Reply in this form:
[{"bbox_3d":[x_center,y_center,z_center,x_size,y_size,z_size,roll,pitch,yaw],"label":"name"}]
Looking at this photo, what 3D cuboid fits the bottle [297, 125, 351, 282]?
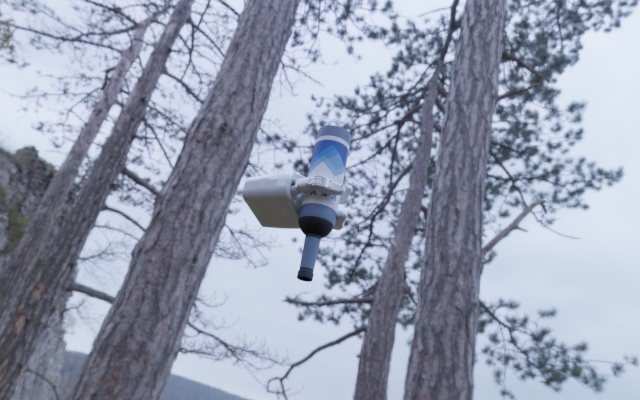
[{"bbox_3d":[0.000,0.003,0.870,0.069,0.295,0.069,10,-25,5],"label":"bottle"}]
